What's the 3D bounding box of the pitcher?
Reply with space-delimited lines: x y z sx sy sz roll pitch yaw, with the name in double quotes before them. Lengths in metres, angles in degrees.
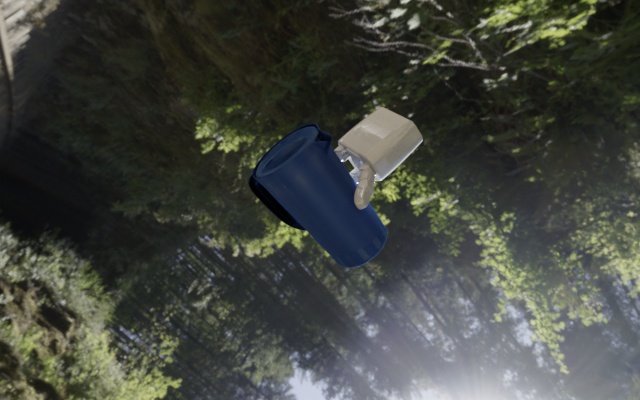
"pitcher" 0.000 0.003 0.818 0.145 0.243 0.149 -43 24 -9
